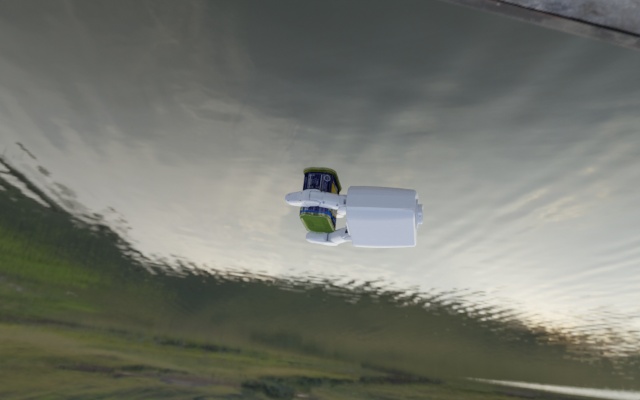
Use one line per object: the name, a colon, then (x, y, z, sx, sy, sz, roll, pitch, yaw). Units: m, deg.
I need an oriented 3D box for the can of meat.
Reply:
can of meat: (0.000, 0.003, 0.811, 0.057, 0.084, 0.102, 2, -21, 11)
